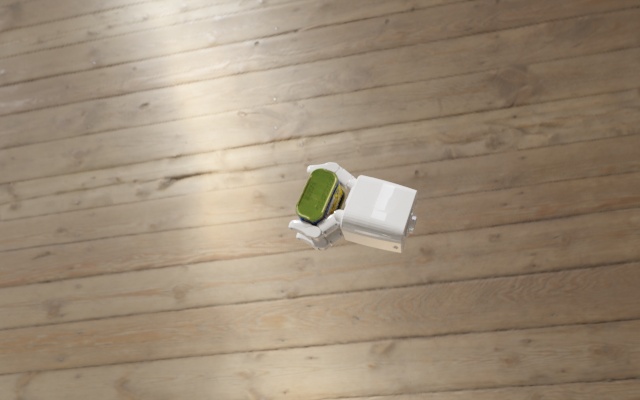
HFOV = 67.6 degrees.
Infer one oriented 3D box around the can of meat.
[{"bbox_3d":[0.000,0.003,0.844,0.057,0.102,0.084,19,-16,16],"label":"can of meat"}]
